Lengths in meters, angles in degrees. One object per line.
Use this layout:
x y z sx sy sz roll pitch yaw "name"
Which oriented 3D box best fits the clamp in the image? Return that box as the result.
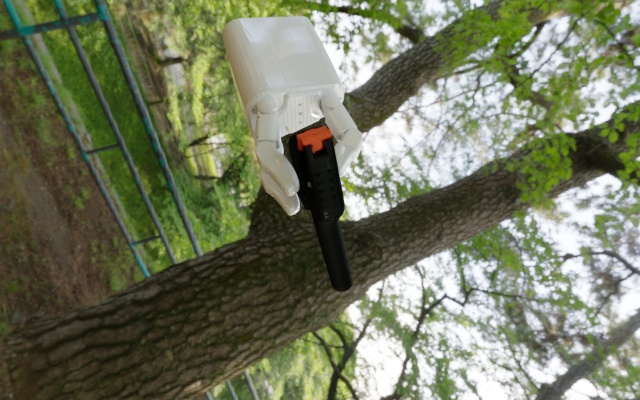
0.001 0.001 0.489 0.036 0.164 0.210 -21 -19 -10 "clamp"
